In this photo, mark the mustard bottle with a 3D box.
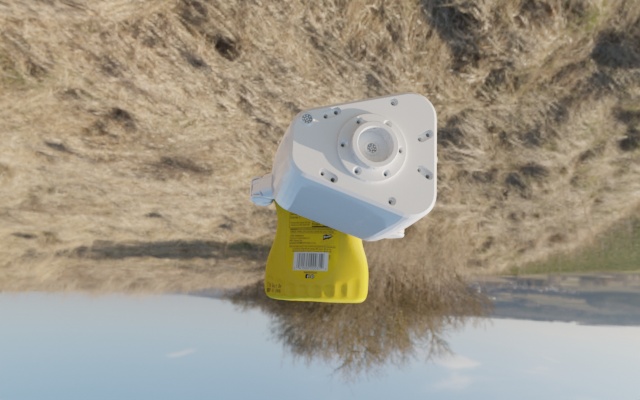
[{"bbox_3d":[0.000,0.002,0.470,0.096,0.191,0.058,0,-12,15],"label":"mustard bottle"}]
